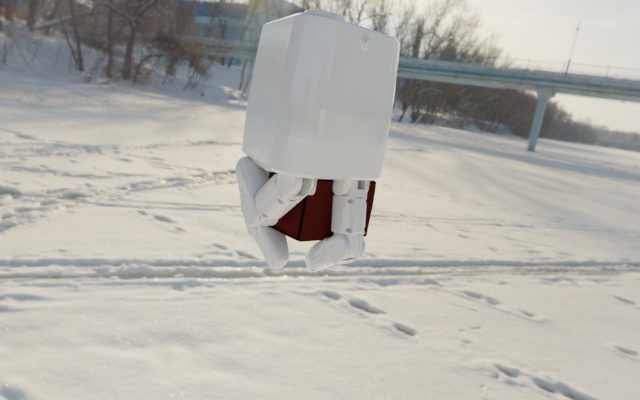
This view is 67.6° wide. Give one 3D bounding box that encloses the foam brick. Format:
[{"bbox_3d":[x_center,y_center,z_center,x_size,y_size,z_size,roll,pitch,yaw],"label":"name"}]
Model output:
[{"bbox_3d":[0.000,0.001,0.404,0.078,0.051,0.053,0,14,-42],"label":"foam brick"}]
